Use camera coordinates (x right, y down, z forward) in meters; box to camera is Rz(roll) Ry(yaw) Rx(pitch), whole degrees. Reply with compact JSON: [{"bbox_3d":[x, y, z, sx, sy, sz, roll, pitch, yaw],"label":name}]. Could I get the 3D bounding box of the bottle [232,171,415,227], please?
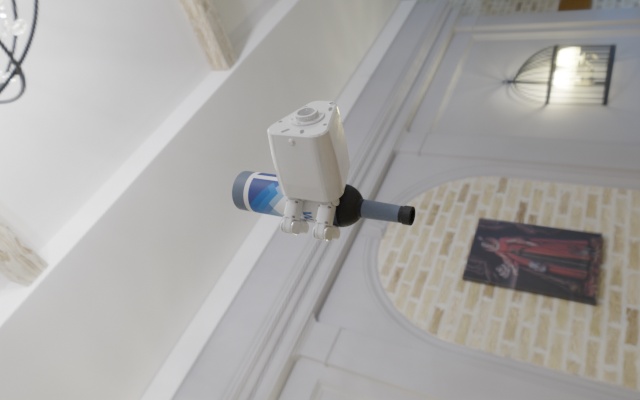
[{"bbox_3d":[0.000,0.002,0.736,0.295,0.069,0.069,9,4,28],"label":"bottle"}]
